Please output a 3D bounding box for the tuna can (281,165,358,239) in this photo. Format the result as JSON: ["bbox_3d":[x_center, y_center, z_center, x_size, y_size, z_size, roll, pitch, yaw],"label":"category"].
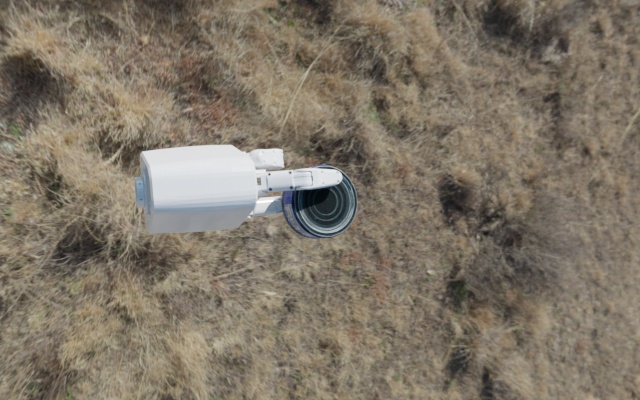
[{"bbox_3d":[0.000,0.002,0.559,0.086,0.086,0.034,0,-4,-27],"label":"tuna can"}]
